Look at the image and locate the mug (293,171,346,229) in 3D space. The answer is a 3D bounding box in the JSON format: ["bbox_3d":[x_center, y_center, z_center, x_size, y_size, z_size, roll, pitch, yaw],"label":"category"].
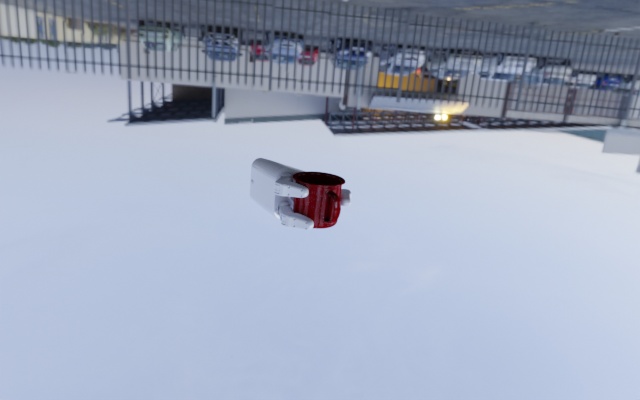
[{"bbox_3d":[0.001,0.003,0.834,0.093,0.081,0.117,-6,21,-33],"label":"mug"}]
